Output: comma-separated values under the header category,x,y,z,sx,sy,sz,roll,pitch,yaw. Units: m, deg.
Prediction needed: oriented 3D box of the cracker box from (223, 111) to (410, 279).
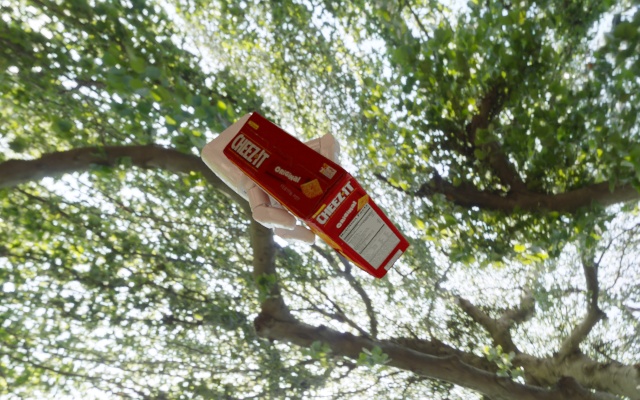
category,x,y,z,sx,sy,sz,roll,pitch,yaw
cracker box,0.000,0.002,0.592,0.164,0.072,0.214,36,-4,37
